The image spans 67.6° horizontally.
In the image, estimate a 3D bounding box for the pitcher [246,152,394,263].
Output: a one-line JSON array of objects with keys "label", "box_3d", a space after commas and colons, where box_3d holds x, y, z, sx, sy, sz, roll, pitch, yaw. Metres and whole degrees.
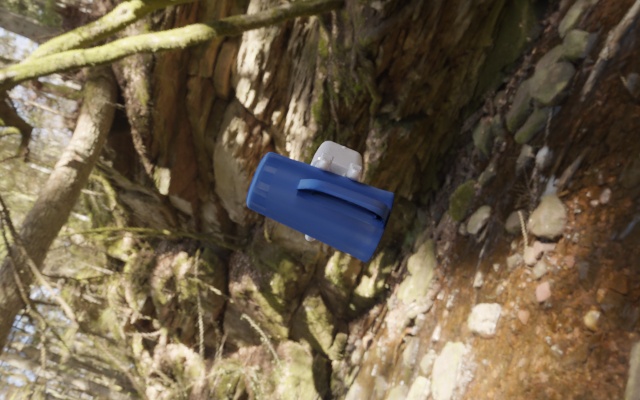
[{"label": "pitcher", "box_3d": [0.000, 0.003, 0.837, 0.243, 0.149, 0.145, 22, 29, -2]}]
